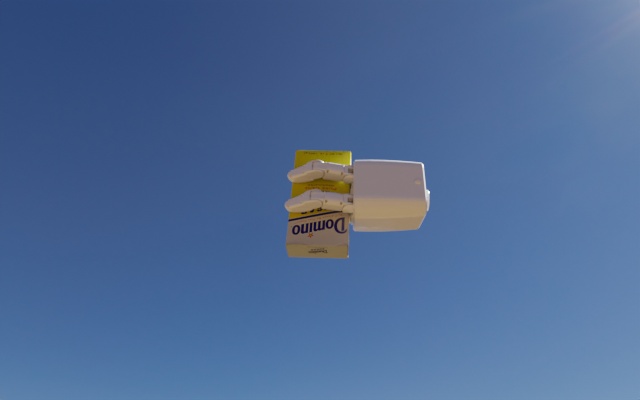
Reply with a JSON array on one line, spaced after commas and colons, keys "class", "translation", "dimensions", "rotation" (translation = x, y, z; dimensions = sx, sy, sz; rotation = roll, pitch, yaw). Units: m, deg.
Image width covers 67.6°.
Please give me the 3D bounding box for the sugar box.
[{"class": "sugar box", "translation": [0.000, 0.002, 0.743], "dimensions": [0.093, 0.176, 0.048], "rotation": [1, -35, 4]}]
